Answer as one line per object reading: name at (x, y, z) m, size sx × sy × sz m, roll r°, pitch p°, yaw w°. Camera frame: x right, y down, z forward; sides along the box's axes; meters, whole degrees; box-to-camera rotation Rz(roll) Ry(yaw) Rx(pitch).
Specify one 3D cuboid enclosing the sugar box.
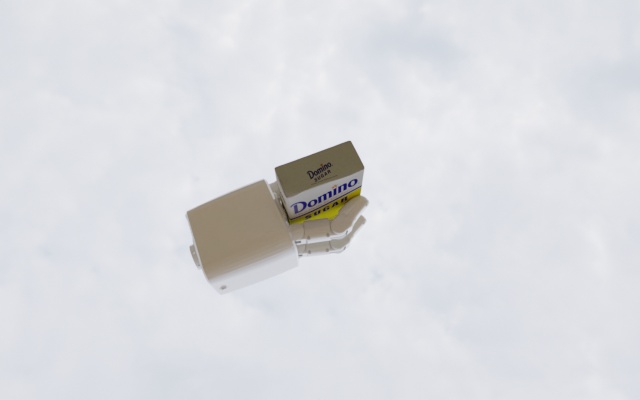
sugar box at (0.000, 0.002, 0.585) m, size 0.093 × 0.048 × 0.176 m, roll -21°, pitch -21°, yaw -8°
